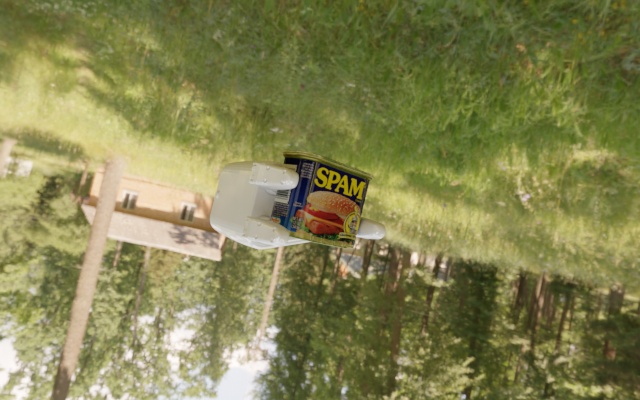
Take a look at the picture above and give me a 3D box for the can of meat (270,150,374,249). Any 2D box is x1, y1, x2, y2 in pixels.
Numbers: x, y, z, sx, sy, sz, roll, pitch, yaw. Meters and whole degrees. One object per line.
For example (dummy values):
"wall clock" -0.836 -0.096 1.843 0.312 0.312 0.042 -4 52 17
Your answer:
"can of meat" 0.000 0.002 0.501 0.102 0.084 0.057 16 -4 -40
